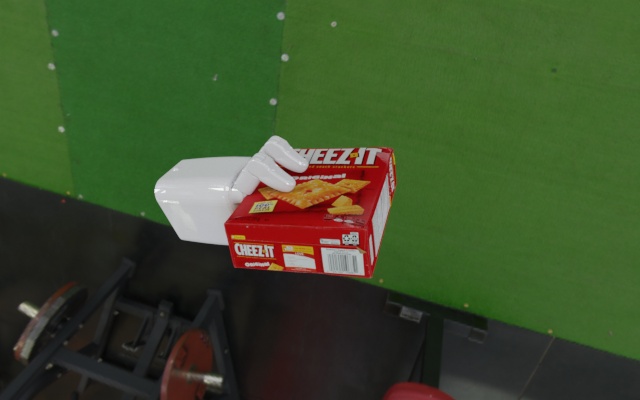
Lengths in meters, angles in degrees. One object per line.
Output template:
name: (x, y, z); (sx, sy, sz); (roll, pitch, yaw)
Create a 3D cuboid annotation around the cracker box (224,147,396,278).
cracker box: (0.000, 0.002, 0.602); (0.164, 0.072, 0.213); (2, 30, 16)
